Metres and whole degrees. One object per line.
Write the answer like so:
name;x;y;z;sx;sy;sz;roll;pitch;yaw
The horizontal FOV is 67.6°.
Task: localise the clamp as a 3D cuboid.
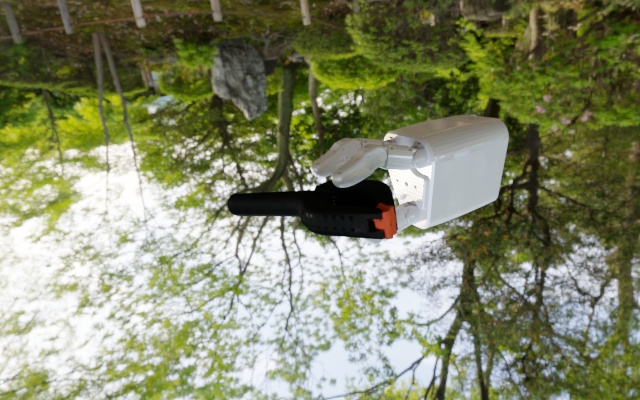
clamp;0.001;0.002;0.494;0.164;0.036;0.210;-20;21;-18
